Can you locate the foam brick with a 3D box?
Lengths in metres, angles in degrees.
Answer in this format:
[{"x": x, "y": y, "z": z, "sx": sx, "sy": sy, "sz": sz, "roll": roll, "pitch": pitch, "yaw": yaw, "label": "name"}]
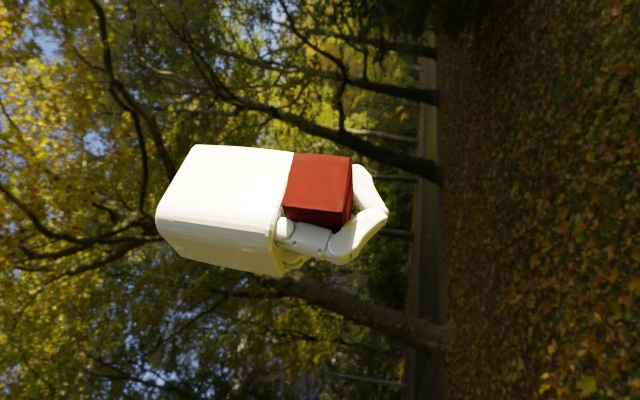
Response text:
[{"x": 0.000, "y": 0.001, "z": 0.419, "sx": 0.051, "sy": 0.053, "sz": 0.078, "roll": 8, "pitch": -26, "yaw": 8, "label": "foam brick"}]
